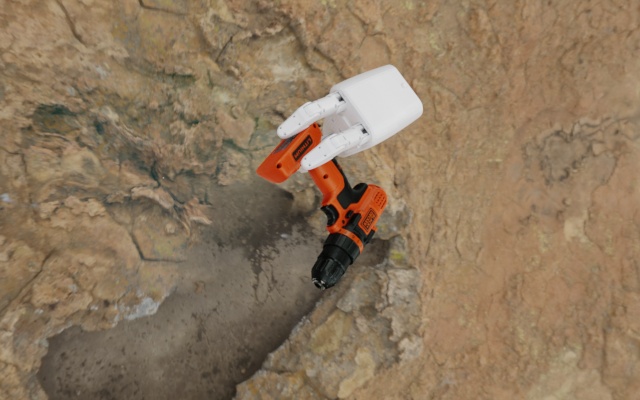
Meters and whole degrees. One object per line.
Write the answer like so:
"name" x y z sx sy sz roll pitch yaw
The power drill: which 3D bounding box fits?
"power drill" 0.000 0.002 0.657 0.057 0.188 0.184 -13 34 48
